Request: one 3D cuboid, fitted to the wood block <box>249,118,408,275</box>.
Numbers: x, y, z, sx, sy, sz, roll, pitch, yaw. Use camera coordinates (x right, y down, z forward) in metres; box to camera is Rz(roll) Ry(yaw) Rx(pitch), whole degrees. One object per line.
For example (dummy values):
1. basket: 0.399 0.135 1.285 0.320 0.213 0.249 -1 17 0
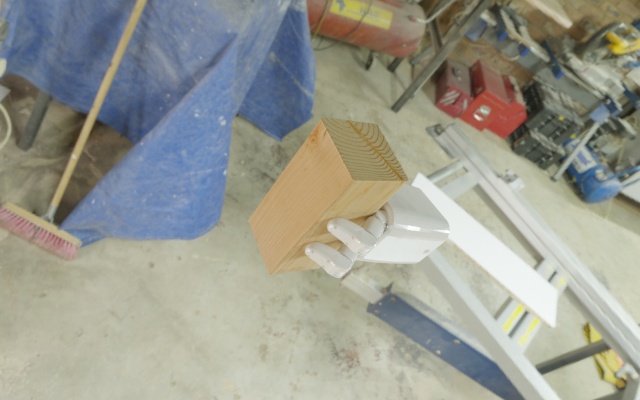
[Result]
1. wood block: 0.000 0.002 0.603 0.090 0.090 0.206 -1 -35 -38
